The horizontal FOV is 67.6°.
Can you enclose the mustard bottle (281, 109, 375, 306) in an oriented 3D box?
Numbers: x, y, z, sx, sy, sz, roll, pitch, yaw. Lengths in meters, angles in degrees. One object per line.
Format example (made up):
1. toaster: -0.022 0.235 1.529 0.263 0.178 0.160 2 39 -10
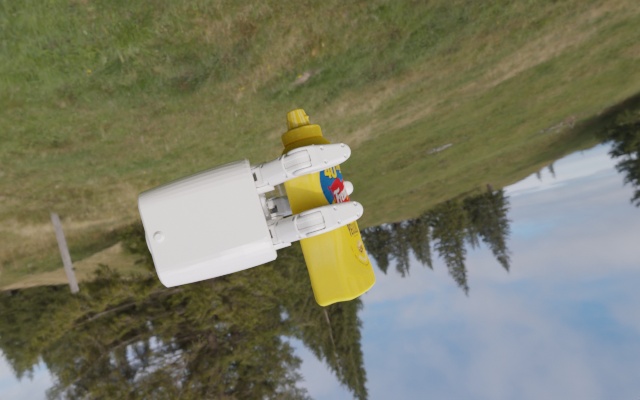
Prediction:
1. mustard bottle: 0.000 0.002 0.480 0.058 0.191 0.096 -18 -3 20
